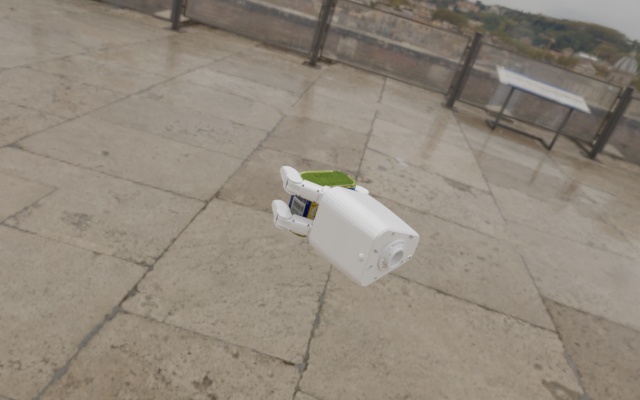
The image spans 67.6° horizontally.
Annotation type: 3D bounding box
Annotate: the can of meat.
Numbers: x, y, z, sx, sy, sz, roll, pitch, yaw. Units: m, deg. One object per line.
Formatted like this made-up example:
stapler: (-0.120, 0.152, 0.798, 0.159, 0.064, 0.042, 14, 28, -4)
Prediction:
can of meat: (0.000, 0.002, 0.729, 0.102, 0.084, 0.057, -6, 34, -40)
